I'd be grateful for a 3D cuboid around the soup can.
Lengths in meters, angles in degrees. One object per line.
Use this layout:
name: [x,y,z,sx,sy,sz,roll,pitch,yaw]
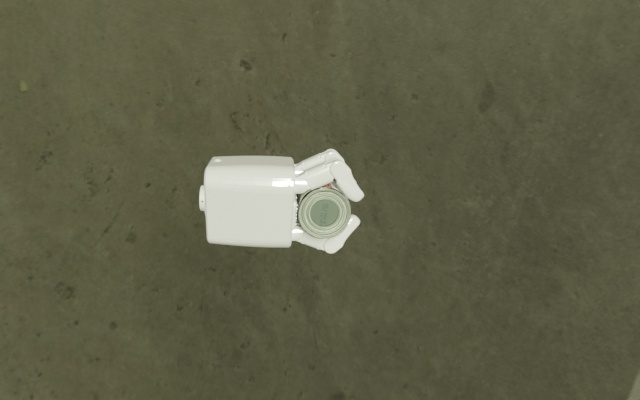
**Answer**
soup can: [0.001,0.002,0.625,0.068,0.068,0.102,0,16,-6]
